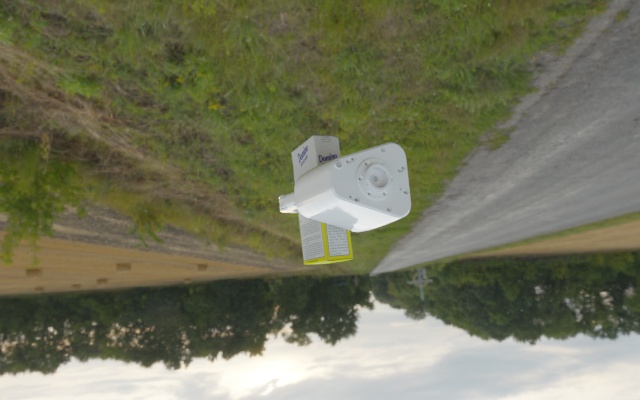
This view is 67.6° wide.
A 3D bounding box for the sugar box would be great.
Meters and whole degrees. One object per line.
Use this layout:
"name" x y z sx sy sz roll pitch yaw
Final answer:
"sugar box" 0.001 0.002 0.691 0.048 0.176 0.093 0 -10 -24
